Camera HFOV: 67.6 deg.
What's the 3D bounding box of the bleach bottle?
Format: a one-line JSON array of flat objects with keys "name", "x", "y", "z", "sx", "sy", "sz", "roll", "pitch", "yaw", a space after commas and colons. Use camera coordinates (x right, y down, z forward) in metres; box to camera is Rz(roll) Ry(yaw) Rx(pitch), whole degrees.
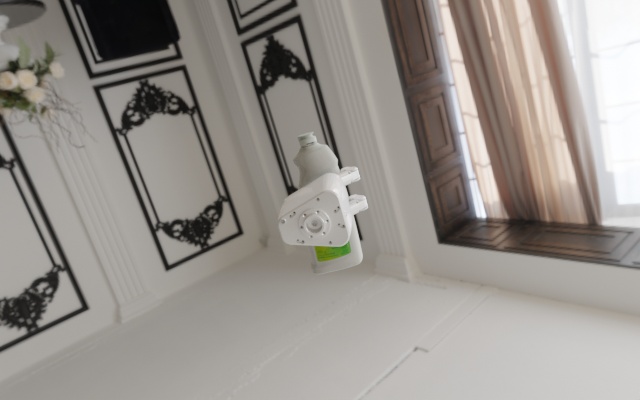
[{"name": "bleach bottle", "x": 0.000, "y": 0.003, "z": 0.867, "sx": 0.102, "sy": 0.251, "sz": 0.068, "roll": -15, "pitch": 14, "yaw": 7}]
